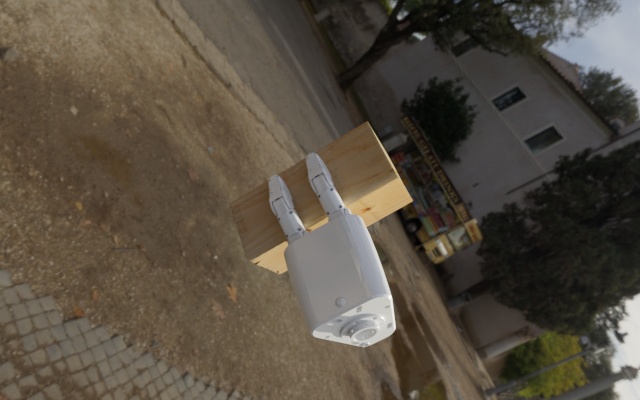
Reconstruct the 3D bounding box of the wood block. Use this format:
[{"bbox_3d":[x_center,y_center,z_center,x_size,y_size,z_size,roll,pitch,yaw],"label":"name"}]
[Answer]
[{"bbox_3d":[0.000,0.002,0.617,0.206,0.090,0.091,-29,-28,11],"label":"wood block"}]
